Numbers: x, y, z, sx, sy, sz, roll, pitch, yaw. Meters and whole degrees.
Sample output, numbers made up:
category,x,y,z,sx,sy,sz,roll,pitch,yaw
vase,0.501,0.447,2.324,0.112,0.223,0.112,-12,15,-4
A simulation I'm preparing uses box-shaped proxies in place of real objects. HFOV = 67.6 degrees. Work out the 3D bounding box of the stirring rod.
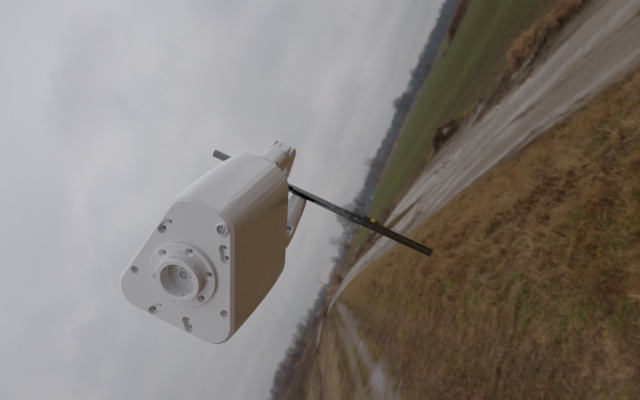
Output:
category,x,y,z,sx,sy,sz,roll,pitch,yaw
stirring rod,0.000,0.002,0.479,0.239,0.011,0.011,25,2,5
